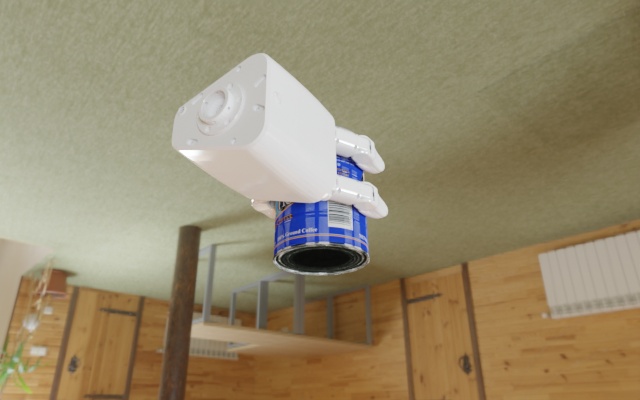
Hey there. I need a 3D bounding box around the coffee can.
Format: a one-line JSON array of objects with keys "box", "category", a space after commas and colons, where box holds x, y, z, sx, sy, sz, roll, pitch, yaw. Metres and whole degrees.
[{"box": [0.000, 0.002, 0.533, 0.103, 0.140, 0.103, -1, -25, 0], "category": "coffee can"}]
